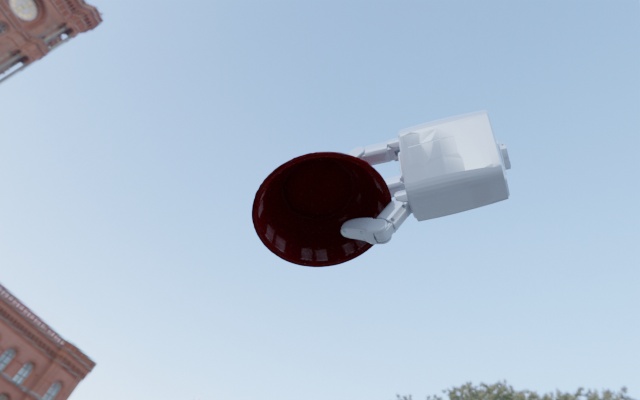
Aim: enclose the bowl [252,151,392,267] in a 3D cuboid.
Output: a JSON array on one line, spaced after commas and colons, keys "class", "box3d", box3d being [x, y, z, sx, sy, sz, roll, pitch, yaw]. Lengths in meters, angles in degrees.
[{"class": "bowl", "box3d": [-0.001, 0.002, 0.568, 0.162, 0.162, 0.055, 0, 34, -7]}]
